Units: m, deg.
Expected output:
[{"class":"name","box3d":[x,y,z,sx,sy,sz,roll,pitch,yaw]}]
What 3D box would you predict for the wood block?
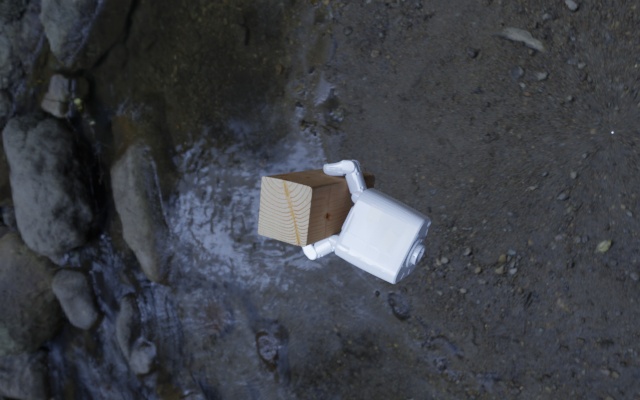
[{"class":"wood block","box3d":[0.000,0.002,0.772,0.090,0.091,0.206,13,14,29]}]
